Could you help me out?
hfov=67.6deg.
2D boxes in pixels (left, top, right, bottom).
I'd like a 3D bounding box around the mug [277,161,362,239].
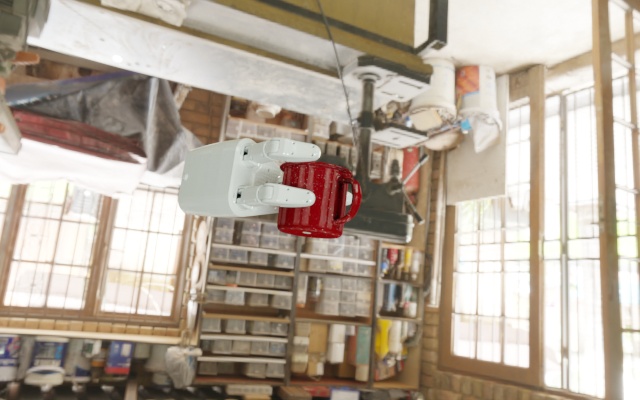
[{"bbox_3d":[0.001,0.002,0.585,0.117,0.081,0.093,-2,-13,38],"label":"mug"}]
